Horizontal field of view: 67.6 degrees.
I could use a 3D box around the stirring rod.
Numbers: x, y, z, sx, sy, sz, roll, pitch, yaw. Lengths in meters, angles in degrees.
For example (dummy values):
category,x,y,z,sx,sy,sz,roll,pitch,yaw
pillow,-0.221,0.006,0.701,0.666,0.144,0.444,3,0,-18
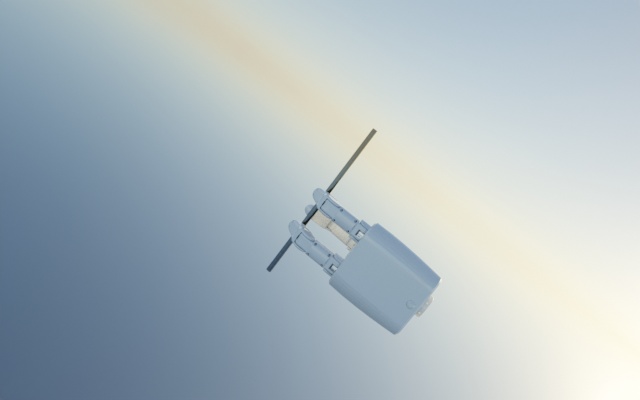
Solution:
category,x,y,z,sx,sy,sz,roll,pitch,yaw
stirring rod,0.000,0.002,0.643,0.011,0.239,0.011,36,9,-6
